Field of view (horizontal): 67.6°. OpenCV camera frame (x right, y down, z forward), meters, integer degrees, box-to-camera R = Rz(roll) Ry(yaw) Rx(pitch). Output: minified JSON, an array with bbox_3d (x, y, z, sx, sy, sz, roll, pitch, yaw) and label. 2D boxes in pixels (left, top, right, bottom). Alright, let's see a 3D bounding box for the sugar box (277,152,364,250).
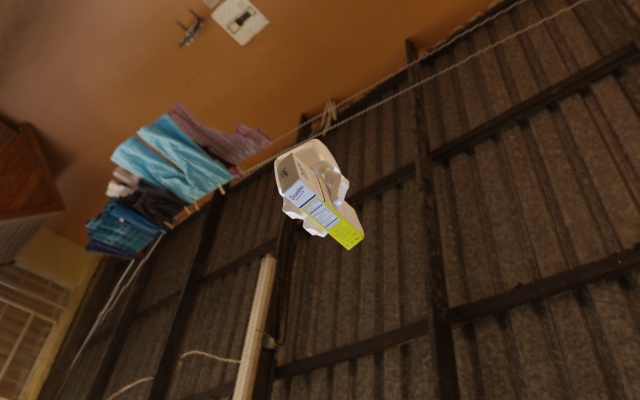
[{"bbox_3d":[0.000,0.003,0.828,0.176,0.048,0.093,39,18,-30],"label":"sugar box"}]
